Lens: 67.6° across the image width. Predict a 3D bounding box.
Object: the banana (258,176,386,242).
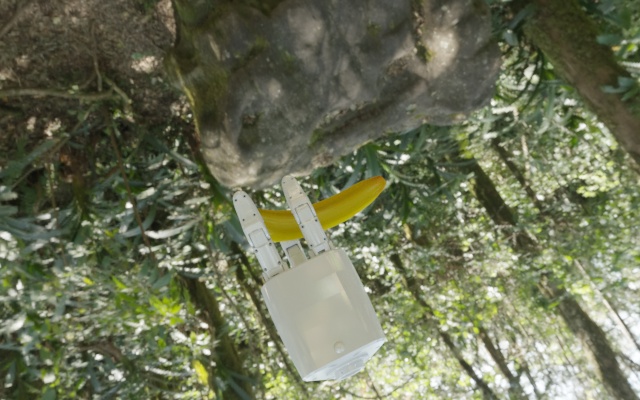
[{"bbox_3d":[-0.008,0.014,0.583,0.198,0.037,0.070,-12,-33,-27],"label":"banana"}]
